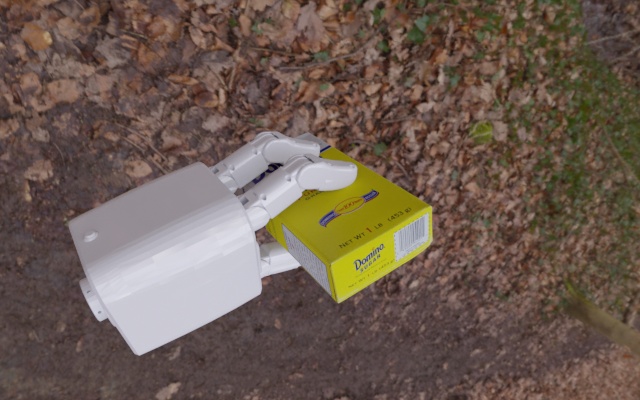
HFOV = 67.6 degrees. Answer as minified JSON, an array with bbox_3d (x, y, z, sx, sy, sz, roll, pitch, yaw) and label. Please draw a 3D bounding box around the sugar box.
[{"bbox_3d":[0.000,0.001,0.402,0.093,0.048,0.176,-27,40,-22],"label":"sugar box"}]
